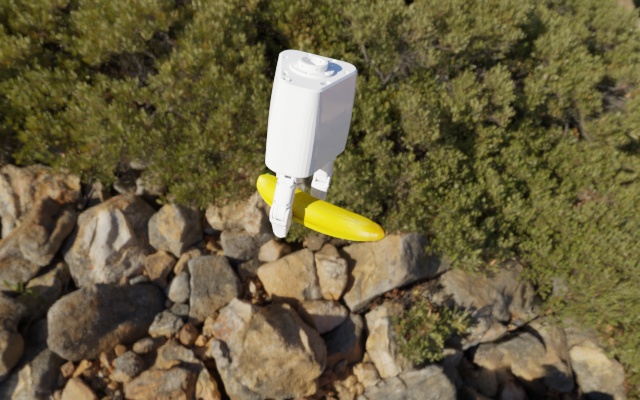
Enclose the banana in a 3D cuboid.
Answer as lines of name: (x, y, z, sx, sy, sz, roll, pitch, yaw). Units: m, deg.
banana: (-0.013, 0.006, 0.608, 0.197, 0.037, 0.069, 28, 32, 25)
